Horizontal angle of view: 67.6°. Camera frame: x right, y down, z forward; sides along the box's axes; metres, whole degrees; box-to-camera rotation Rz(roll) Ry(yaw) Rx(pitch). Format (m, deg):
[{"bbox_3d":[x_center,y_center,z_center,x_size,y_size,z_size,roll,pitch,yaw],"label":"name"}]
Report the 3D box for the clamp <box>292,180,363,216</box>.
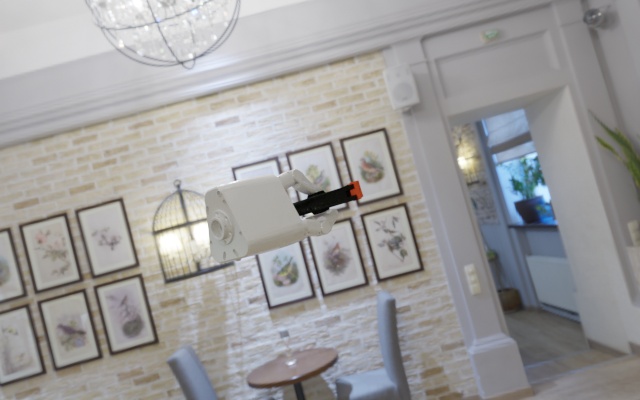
[{"bbox_3d":[0.000,0.002,0.811,0.210,0.036,0.164,-18,0,42],"label":"clamp"}]
